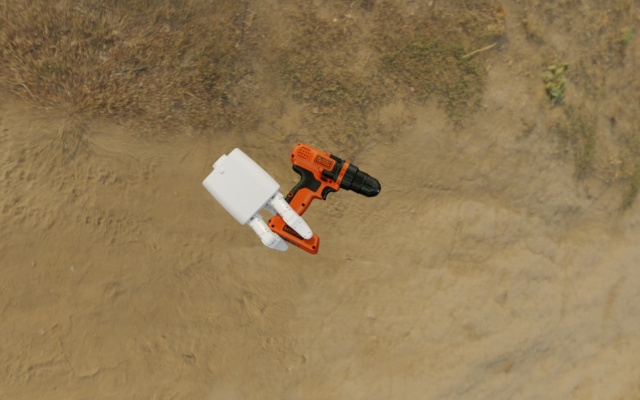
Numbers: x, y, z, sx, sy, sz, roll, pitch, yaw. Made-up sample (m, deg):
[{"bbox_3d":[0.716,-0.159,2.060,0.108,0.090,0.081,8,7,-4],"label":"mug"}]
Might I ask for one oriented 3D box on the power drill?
[{"bbox_3d":[0.000,0.003,0.896,0.184,0.187,0.057,25,-15,7],"label":"power drill"}]
